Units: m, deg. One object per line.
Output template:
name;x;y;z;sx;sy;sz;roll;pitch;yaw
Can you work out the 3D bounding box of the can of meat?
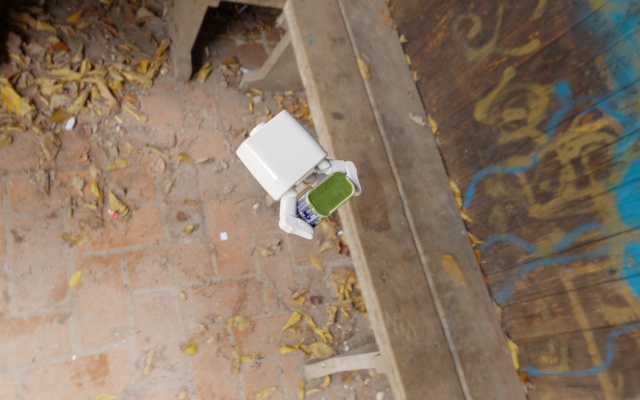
can of meat;0.000;0.003;0.804;0.102;0.057;0.084;-39;0;-36
